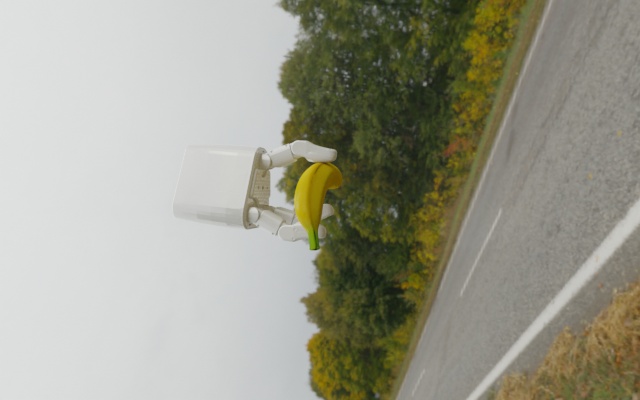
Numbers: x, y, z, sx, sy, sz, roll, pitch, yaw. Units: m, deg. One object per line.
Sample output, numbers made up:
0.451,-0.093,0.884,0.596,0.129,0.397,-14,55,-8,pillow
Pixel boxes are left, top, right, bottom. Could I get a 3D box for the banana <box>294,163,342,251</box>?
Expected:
-0.002,-0.013,0.618,0.037,0.070,0.197,0,26,13,banana
